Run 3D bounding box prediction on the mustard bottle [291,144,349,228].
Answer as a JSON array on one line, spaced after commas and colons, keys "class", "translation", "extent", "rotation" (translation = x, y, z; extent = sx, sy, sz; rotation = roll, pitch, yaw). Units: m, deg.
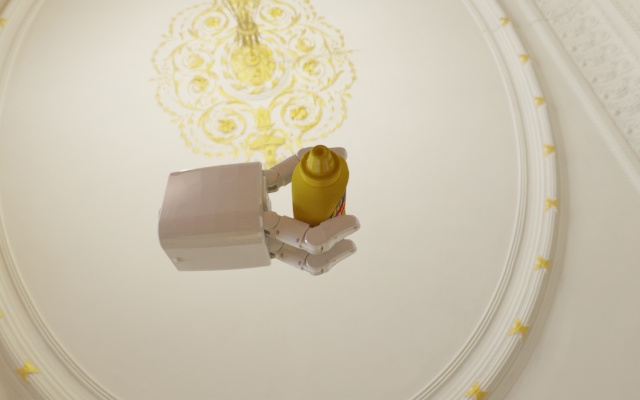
[{"class": "mustard bottle", "translation": [0.000, 0.002, 0.534], "extent": [0.058, 0.096, 0.192], "rotation": [17, -29, 11]}]
